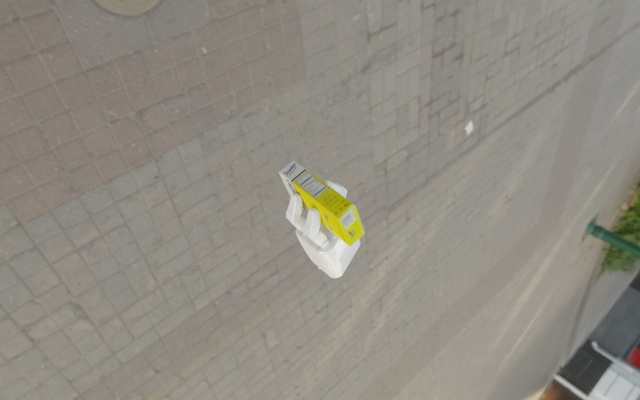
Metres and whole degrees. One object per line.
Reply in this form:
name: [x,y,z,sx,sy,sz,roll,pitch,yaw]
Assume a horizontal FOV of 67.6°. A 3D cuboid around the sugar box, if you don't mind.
sugar box: [0.000,0.003,0.884,0.176,0.048,0.093,35,-21,37]
